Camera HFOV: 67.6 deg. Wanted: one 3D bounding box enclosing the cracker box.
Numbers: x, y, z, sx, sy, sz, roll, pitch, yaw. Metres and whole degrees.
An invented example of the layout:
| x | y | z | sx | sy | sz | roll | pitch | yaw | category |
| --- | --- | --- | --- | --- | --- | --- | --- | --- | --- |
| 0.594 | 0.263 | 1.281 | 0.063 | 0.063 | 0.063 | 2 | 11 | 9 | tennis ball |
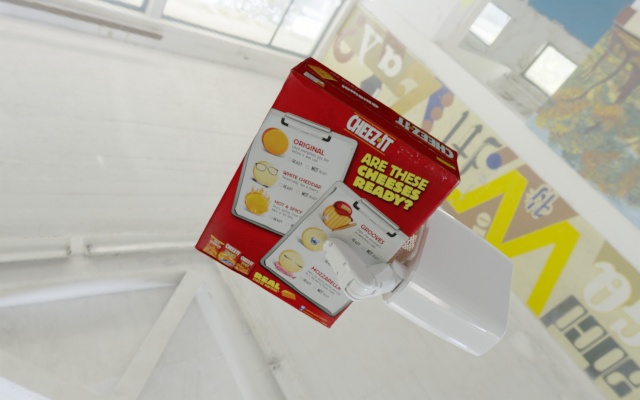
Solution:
| x | y | z | sx | sy | sz | roll | pitch | yaw | category |
| --- | --- | --- | --- | --- | --- | --- | --- | --- | --- |
| 0.000 | 0.002 | 0.456 | 0.164 | 0.214 | 0.072 | 32 | 30 | -5 | cracker box |
